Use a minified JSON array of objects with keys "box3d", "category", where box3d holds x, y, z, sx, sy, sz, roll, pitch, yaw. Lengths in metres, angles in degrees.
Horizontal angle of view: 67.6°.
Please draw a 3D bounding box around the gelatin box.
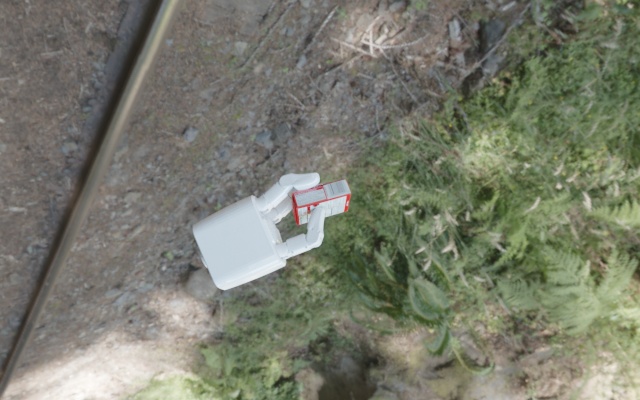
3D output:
[{"box3d":[0.001,0.003,0.748,0.089,0.030,0.073,-15,-22,-7],"category":"gelatin box"}]
